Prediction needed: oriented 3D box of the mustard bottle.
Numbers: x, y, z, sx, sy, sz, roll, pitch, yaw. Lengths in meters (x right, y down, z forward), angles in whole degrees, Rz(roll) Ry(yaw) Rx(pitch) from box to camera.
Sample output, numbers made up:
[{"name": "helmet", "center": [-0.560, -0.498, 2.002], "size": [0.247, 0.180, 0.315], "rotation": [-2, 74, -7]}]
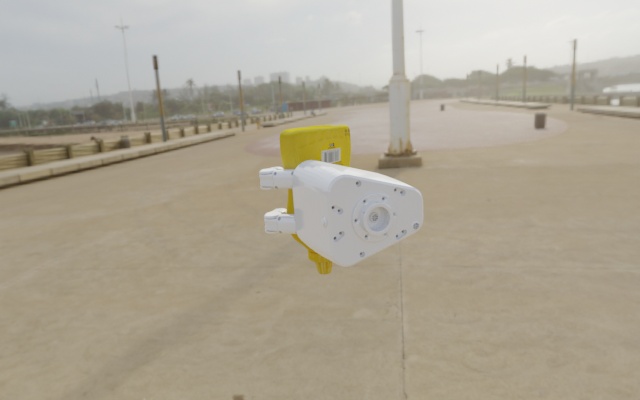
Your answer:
[{"name": "mustard bottle", "center": [0.000, 0.002, 0.612], "size": [0.096, 0.192, 0.058], "rotation": [-15, 16, -42]}]
